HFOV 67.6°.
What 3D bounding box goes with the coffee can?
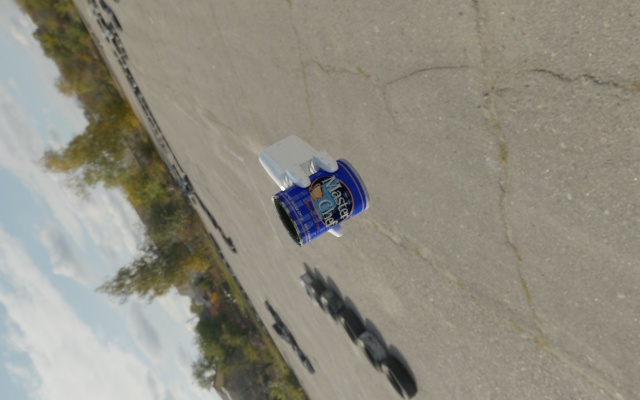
[{"bbox_3d":[0.000,0.003,0.836,0.140,0.103,0.103,-29,8,-14],"label":"coffee can"}]
